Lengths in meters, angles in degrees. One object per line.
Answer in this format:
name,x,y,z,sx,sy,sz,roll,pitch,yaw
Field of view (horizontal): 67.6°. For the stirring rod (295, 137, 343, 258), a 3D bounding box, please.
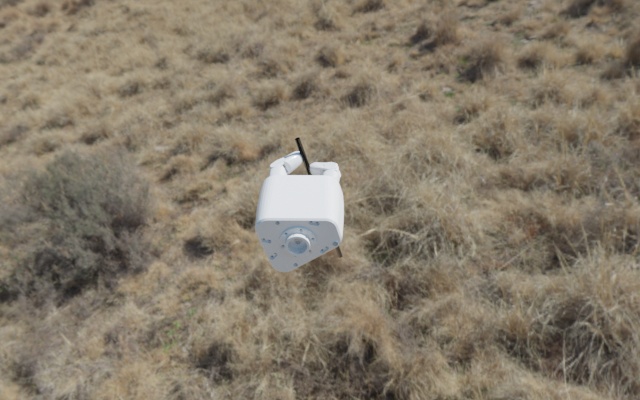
stirring rod,0.000,0.003,0.791,0.011,0.240,0.011,-15,31,9
